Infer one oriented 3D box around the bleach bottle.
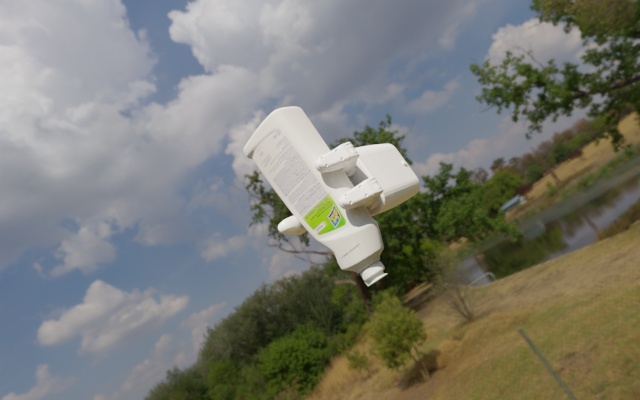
[{"bbox_3d":[0.000,0.002,0.628,0.068,0.250,0.103,-19,-19,-47],"label":"bleach bottle"}]
